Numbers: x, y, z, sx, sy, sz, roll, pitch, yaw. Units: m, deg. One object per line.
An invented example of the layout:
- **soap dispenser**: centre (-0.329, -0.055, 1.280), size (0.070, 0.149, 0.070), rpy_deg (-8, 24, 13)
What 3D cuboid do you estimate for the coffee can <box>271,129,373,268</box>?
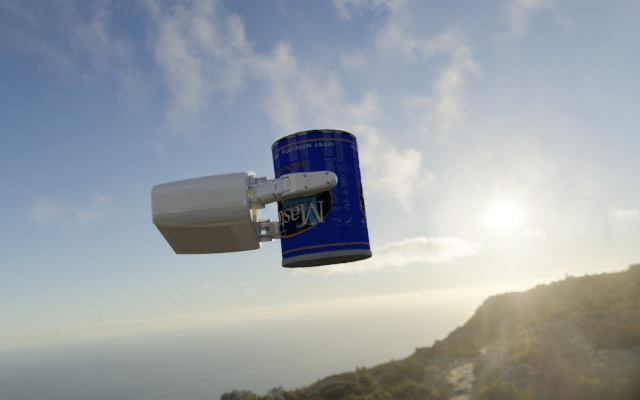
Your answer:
- **coffee can**: centre (0.000, 0.002, 0.551), size (0.103, 0.140, 0.103), rpy_deg (-6, -12, -1)
